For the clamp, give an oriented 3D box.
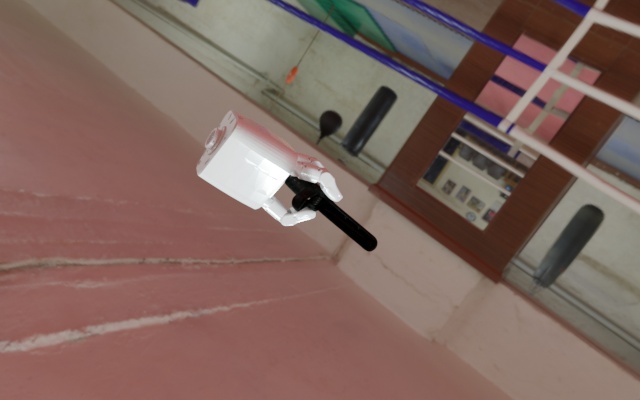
[{"bbox_3d":[-0.001,0.003,0.765,0.164,0.036,0.210,34,9,-27],"label":"clamp"}]
